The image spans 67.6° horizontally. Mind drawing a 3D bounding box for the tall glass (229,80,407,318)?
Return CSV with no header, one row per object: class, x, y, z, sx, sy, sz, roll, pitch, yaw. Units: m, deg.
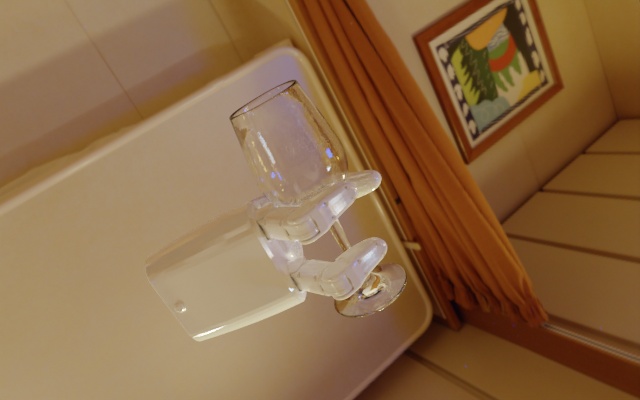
tall glass,0.001,0.002,0.410,0.079,0.201,0.079,-25,20,10
